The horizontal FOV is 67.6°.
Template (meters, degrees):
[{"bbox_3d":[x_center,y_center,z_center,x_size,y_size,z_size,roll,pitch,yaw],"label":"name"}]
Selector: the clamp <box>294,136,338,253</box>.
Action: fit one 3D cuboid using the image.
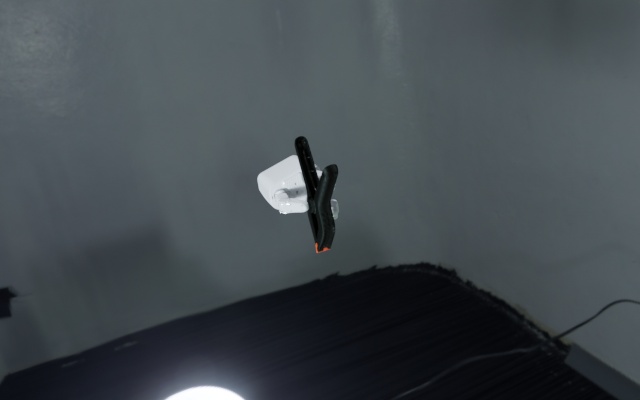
[{"bbox_3d":[-0.001,0.003,0.839,0.036,0.210,0.164,-13,21,-15],"label":"clamp"}]
